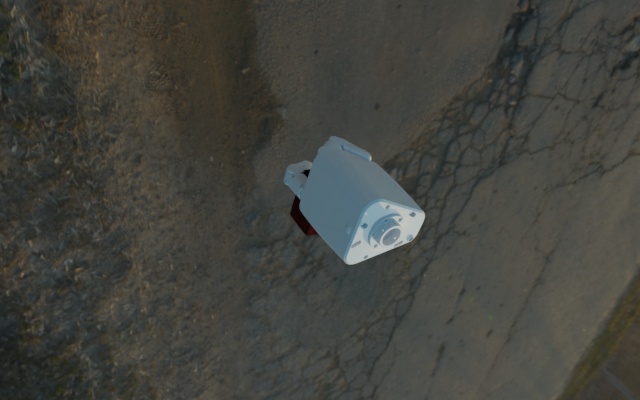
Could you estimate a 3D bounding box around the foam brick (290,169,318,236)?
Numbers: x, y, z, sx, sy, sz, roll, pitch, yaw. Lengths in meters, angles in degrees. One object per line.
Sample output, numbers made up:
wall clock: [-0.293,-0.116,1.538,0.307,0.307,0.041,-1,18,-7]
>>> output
foam brick: [0.000,0.002,0.653,0.053,0.078,0.051,-4,37,-34]
